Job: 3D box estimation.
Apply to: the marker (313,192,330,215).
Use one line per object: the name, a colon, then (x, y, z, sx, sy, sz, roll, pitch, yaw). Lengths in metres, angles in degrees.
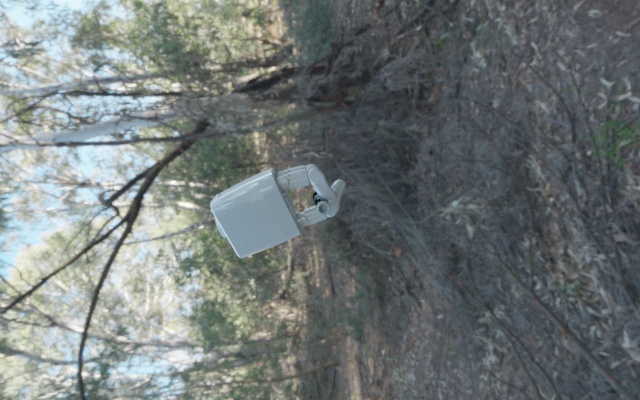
marker: (0.000, 0.002, 0.740, 0.020, 0.020, 0.121, 0, 9, -4)
